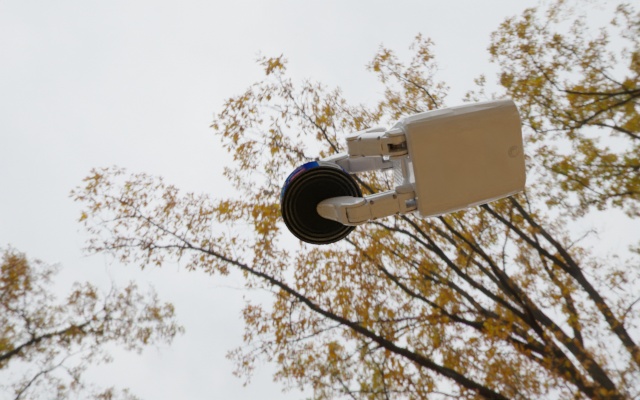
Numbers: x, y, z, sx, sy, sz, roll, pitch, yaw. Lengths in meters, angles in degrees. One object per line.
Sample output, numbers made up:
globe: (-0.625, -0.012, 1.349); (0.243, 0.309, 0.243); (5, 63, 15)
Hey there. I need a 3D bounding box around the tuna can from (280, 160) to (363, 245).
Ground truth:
tuna can: (0.000, 0.001, 0.504); (0.086, 0.086, 0.033); (0, 18, -9)
